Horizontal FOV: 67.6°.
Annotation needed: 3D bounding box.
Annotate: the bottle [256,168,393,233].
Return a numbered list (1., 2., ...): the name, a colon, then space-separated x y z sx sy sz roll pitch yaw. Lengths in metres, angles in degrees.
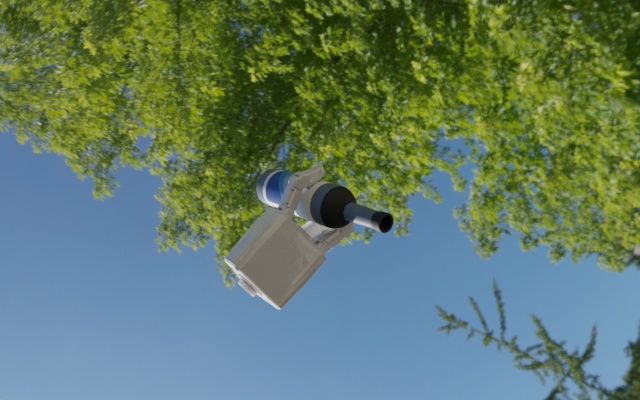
1. bottle: 0.000 0.002 0.745 0.069 0.069 0.295 0 11 -37
